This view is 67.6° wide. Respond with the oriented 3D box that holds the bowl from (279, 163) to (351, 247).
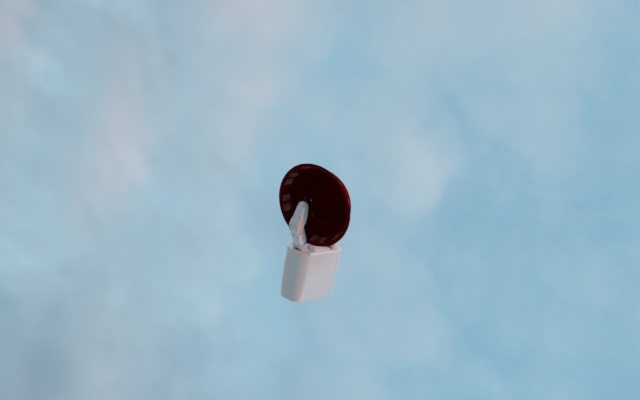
[{"bbox_3d":[0.001,0.002,0.900,0.162,0.162,0.055,0,17,36],"label":"bowl"}]
